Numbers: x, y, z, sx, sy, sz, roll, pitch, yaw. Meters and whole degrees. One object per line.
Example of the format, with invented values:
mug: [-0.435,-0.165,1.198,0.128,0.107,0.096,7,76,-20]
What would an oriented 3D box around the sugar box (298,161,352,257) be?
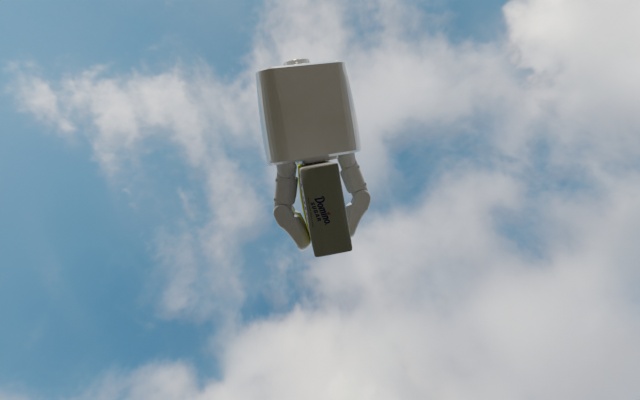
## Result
sugar box: [0.000,0.002,0.559,0.048,0.093,0.176,-10,5,0]
